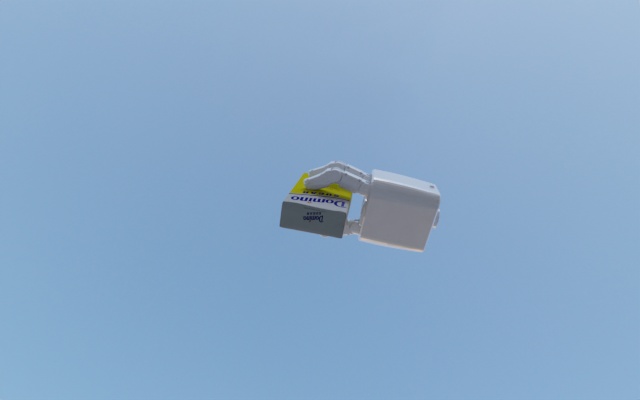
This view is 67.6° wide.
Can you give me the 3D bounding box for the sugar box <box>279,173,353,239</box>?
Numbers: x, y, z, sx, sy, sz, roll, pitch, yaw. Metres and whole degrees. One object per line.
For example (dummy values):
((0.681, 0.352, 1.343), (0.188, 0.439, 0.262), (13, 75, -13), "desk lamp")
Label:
((0.000, 0.002, 0.741), (0.093, 0.048, 0.176), (10, 15, 4), "sugar box")
